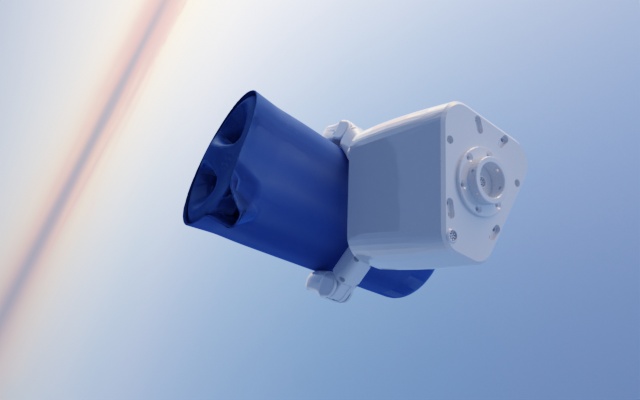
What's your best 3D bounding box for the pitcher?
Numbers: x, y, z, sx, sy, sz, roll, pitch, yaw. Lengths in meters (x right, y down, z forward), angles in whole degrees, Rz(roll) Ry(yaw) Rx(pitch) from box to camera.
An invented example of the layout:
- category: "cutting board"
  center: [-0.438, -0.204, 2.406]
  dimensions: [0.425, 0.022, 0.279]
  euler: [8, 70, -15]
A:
- category: "pitcher"
  center: [0.000, 0.002, 0.478]
  dimensions: [0.243, 0.149, 0.145]
  euler: [27, -20, -25]
